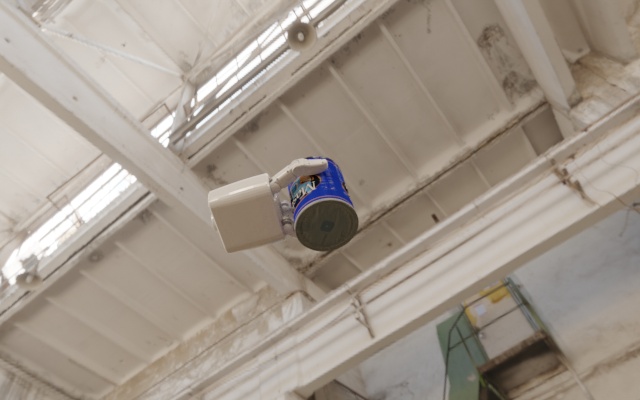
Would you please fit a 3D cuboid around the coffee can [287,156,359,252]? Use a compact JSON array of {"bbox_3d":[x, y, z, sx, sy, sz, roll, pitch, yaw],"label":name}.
[{"bbox_3d":[0.000,0.003,0.809,0.103,0.103,0.140,0,34,-10],"label":"coffee can"}]
